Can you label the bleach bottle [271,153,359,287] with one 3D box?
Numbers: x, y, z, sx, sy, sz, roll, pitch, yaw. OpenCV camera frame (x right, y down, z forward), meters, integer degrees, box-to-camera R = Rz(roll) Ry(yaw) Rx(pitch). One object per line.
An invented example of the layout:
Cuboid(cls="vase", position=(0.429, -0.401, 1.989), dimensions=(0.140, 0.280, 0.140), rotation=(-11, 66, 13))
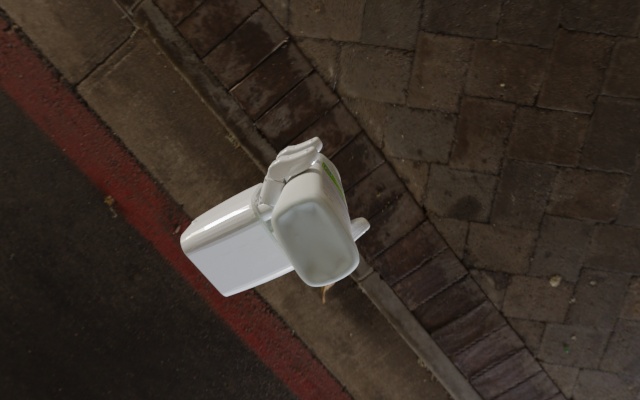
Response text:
Cuboid(cls="bleach bottle", position=(0.000, 0.002, 0.591), dimensions=(0.068, 0.102, 0.250), rotation=(-27, 15, 11))
